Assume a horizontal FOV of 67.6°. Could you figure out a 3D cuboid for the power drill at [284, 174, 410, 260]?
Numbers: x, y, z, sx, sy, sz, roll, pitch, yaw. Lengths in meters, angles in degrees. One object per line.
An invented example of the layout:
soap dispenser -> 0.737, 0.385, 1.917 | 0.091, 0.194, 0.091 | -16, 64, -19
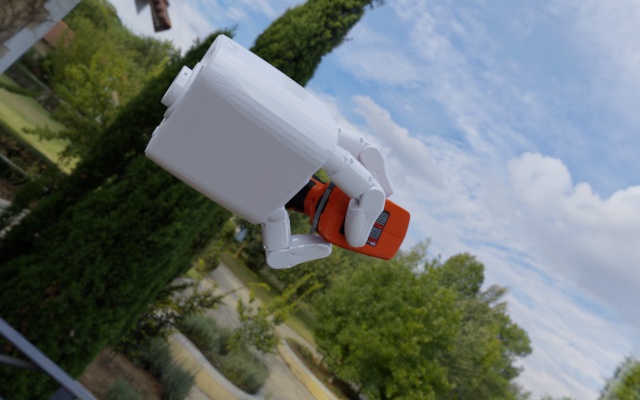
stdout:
power drill -> 0.000, 0.002, 0.503 | 0.184, 0.057, 0.187 | 20, 2, -42
